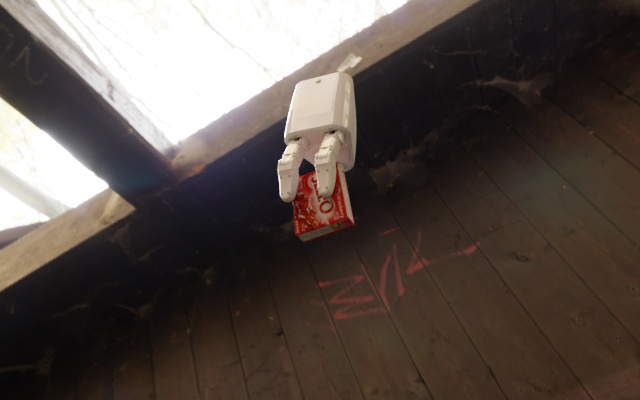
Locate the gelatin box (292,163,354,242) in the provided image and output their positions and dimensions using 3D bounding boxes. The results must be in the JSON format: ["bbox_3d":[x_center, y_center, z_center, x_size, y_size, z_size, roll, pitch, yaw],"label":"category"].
[{"bbox_3d":[0.000,0.003,0.630,0.073,0.089,0.030,-19,-33,16],"label":"gelatin box"}]
